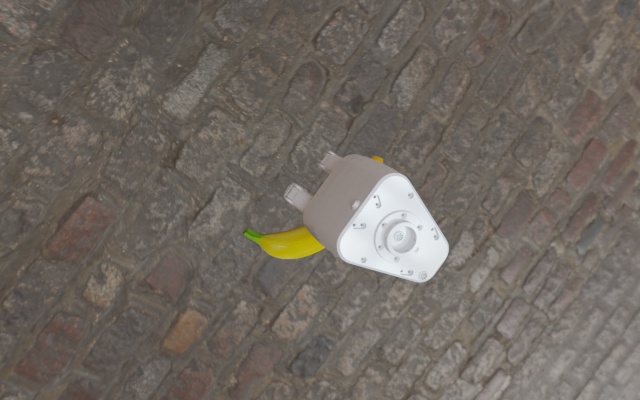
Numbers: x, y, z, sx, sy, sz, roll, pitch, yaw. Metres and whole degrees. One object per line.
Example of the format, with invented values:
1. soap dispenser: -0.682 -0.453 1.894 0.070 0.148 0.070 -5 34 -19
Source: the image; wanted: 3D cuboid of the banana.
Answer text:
1. banana: 0.006 0.020 0.595 0.198 0.070 0.037 -30 15 -7
